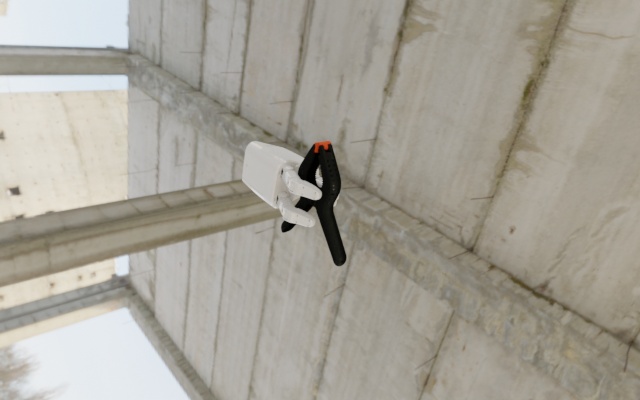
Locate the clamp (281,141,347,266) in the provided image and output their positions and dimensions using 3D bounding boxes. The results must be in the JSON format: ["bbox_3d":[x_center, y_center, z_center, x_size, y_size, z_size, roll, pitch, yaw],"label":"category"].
[{"bbox_3d":[0.001,0.002,0.834,0.036,0.210,0.164,-15,37,-42],"label":"clamp"}]
